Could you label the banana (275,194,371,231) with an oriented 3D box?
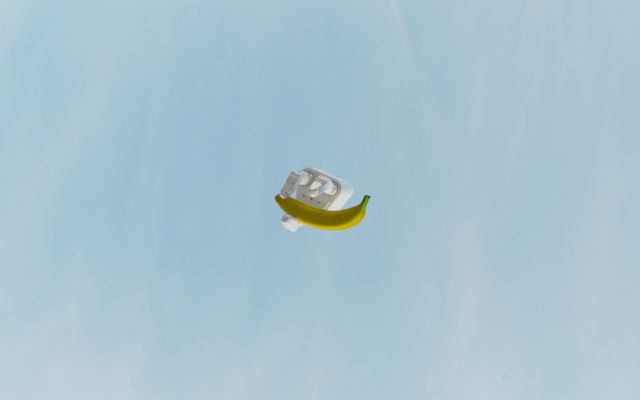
[{"bbox_3d":[0.004,0.021,0.884,0.198,0.069,0.037,1,8,26],"label":"banana"}]
